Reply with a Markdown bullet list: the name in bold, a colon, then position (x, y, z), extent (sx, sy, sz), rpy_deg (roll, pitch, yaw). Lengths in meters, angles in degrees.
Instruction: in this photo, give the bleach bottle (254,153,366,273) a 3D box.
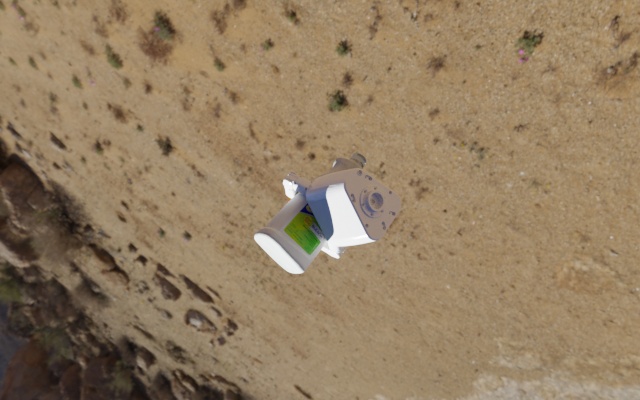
- **bleach bottle**: position (0.000, 0.003, 0.835), extent (0.068, 0.102, 0.250), rpy_deg (-12, 35, 56)
